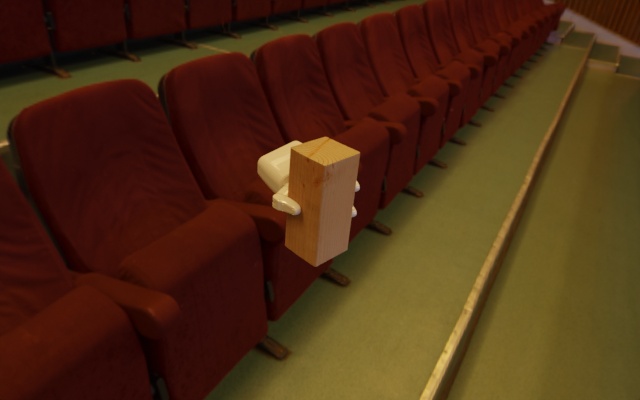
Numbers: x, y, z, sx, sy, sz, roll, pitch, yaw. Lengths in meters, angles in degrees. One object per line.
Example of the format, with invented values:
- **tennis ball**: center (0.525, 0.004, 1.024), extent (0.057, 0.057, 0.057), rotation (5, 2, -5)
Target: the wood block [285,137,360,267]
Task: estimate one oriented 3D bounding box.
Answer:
- **wood block**: center (0.000, 0.003, 0.869), extent (0.091, 0.206, 0.090), rotation (-23, 40, -39)
